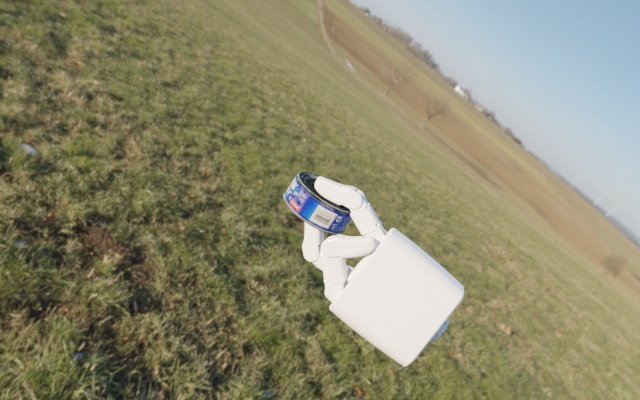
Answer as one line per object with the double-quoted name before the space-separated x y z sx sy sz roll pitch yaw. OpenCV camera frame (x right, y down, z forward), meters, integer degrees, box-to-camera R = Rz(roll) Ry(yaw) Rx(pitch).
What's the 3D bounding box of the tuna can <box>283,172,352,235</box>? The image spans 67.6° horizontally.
"tuna can" 0.000 0.001 0.579 0.086 0.034 0.086 29 19 -11
